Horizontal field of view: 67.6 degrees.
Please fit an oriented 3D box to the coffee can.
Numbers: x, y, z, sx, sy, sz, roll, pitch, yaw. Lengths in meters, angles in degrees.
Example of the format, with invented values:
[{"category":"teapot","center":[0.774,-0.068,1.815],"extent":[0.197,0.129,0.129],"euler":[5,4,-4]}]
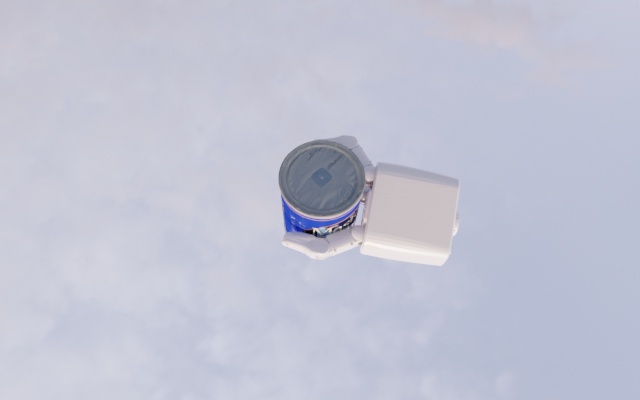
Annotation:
[{"category":"coffee can","center":[0.000,0.002,0.621],"extent":[0.103,0.102,0.140],"euler":[0,-25,-2]}]
